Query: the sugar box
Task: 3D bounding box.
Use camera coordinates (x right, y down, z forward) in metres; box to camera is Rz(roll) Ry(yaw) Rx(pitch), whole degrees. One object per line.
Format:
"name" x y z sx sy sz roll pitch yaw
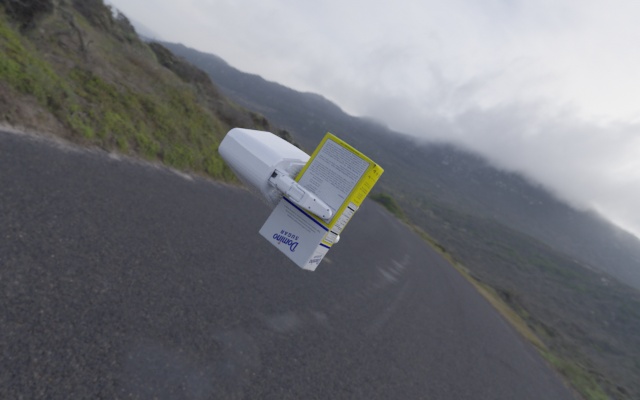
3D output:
"sugar box" 0.000 0.002 0.676 0.093 0.176 0.048 37 5 28
